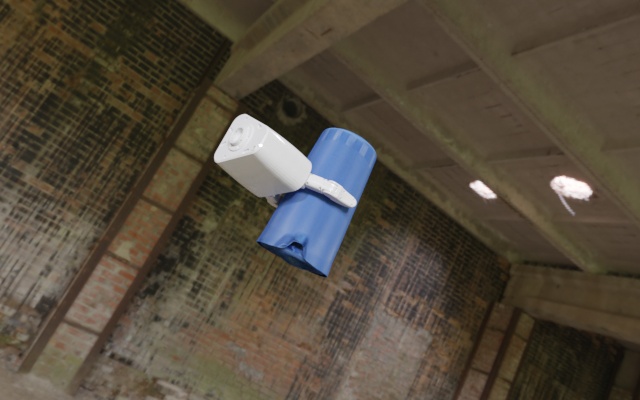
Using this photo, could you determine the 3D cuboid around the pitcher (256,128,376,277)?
[{"bbox_3d":[0.000,0.003,0.839,0.149,0.242,0.145,13,-20,46],"label":"pitcher"}]
